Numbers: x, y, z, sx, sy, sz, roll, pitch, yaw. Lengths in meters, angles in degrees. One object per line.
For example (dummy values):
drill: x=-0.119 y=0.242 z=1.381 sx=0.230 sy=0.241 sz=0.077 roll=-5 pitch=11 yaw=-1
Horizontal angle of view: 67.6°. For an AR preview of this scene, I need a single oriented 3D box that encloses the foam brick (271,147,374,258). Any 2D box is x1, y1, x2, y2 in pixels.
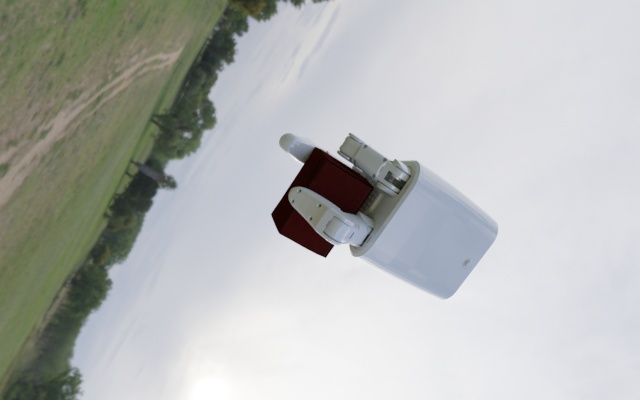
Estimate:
foam brick: x=0.000 y=0.002 z=0.426 sx=0.051 sy=0.078 sz=0.053 roll=31 pitch=10 yaw=-20
